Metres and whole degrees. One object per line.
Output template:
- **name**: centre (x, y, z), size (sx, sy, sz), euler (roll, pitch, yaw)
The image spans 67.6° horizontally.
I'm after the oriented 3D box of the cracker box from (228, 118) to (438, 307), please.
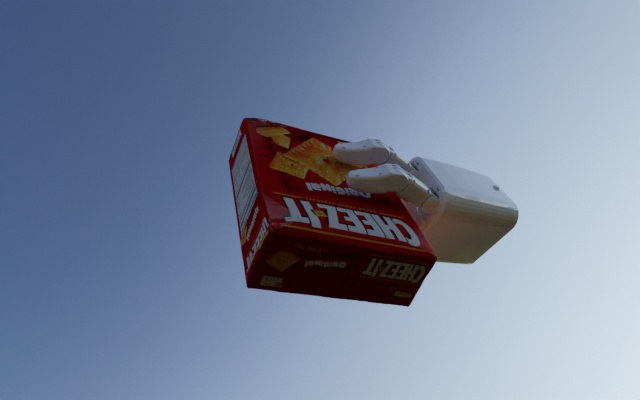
- **cracker box**: centre (0.000, 0.002, 0.492), size (0.164, 0.072, 0.213), euler (11, 30, -22)
